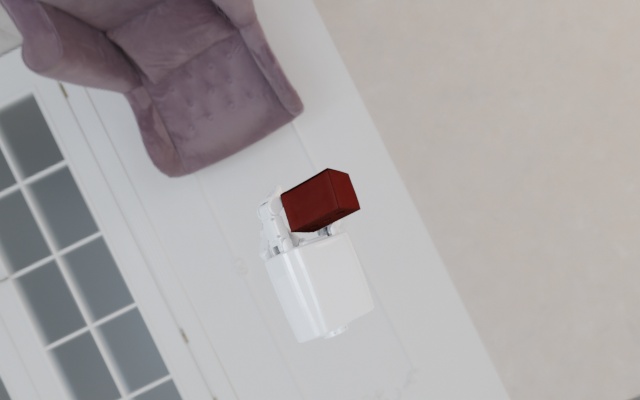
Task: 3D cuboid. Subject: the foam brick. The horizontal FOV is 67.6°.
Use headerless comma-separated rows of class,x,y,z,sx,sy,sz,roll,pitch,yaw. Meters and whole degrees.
foam brick,0.000,0.002,0.588,0.078,0.051,0.053,-28,-19,30
